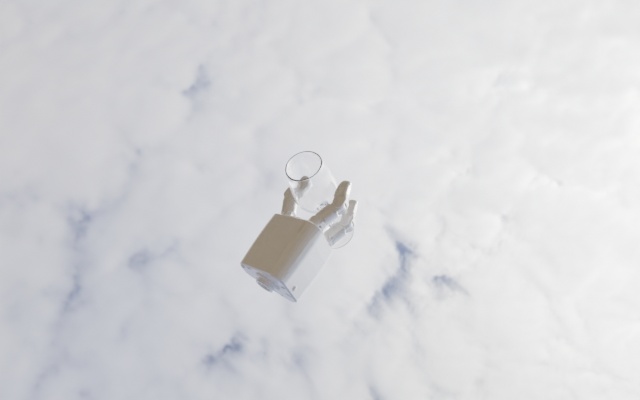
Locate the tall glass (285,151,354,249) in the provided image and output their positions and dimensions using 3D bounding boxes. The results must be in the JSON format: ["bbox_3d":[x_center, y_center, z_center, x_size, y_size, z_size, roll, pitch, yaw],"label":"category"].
[{"bbox_3d":[0.000,0.003,0.830,0.079,0.079,0.201,0,-36,20],"label":"tall glass"}]
